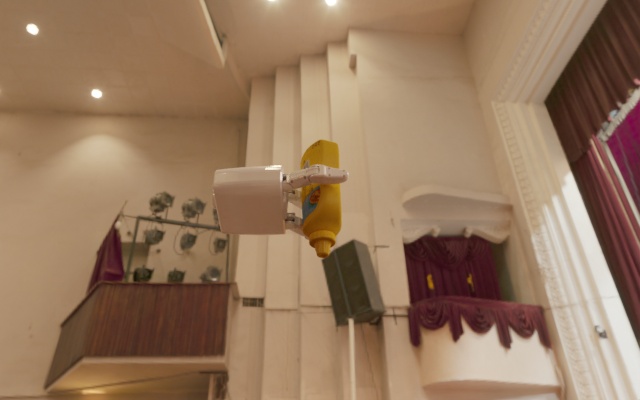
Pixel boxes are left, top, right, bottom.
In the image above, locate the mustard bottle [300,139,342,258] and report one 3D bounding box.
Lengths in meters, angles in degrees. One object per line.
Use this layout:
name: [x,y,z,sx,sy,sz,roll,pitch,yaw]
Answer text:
mustard bottle: [0.000,0.002,0.765,0.058,0.191,0.096,12,-36,-20]
